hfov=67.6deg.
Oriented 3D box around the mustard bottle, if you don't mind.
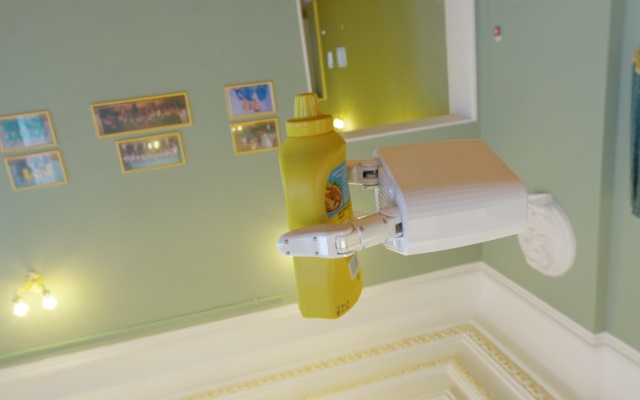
[{"bbox_3d":[0.000,0.002,0.428,0.058,0.192,0.096,-1,17,19],"label":"mustard bottle"}]
